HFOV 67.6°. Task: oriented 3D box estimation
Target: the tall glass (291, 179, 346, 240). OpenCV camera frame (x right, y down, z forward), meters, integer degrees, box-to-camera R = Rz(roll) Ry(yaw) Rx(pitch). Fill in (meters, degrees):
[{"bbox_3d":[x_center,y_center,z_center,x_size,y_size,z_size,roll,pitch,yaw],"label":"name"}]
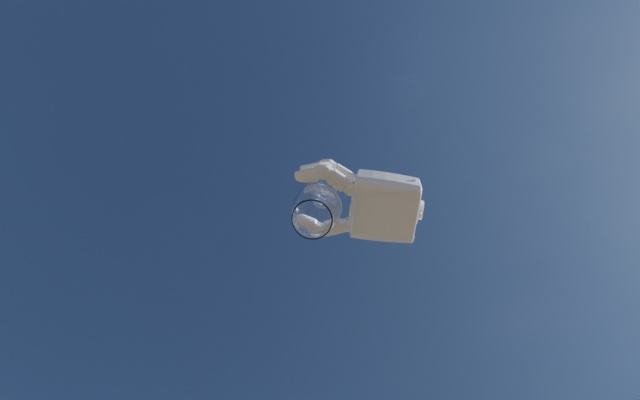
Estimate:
[{"bbox_3d":[0.000,0.002,0.793,0.079,0.079,0.201,0,15,8],"label":"tall glass"}]
